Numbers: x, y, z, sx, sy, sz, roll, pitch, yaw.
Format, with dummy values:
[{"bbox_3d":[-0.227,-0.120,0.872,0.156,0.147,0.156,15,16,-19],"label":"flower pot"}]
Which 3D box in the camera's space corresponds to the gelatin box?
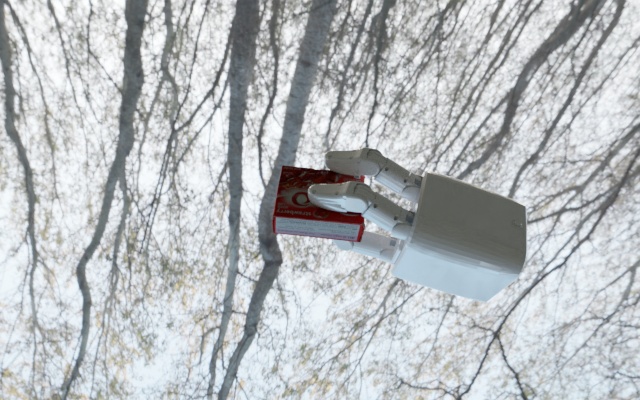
[{"bbox_3d":[0.000,0.002,0.481,0.089,0.073,0.030,6,-44,0],"label":"gelatin box"}]
